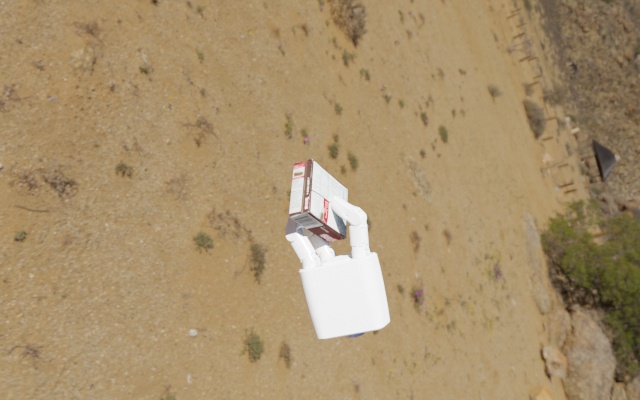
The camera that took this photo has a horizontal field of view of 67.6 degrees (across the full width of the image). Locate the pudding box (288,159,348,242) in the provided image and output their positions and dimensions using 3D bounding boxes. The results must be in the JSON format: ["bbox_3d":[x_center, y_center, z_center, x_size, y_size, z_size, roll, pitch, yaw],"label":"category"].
[{"bbox_3d":[0.000,0.002,0.723,0.039,0.090,0.113,-12,-30,28],"label":"pudding box"}]
